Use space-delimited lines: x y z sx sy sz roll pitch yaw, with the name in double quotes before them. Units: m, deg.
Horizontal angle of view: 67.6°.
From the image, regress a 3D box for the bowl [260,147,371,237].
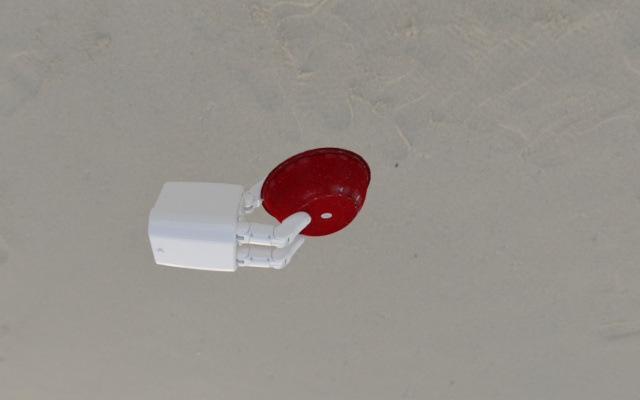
"bowl" 0.002 0.002 0.663 0.162 0.055 0.162 -11 -37 -9
